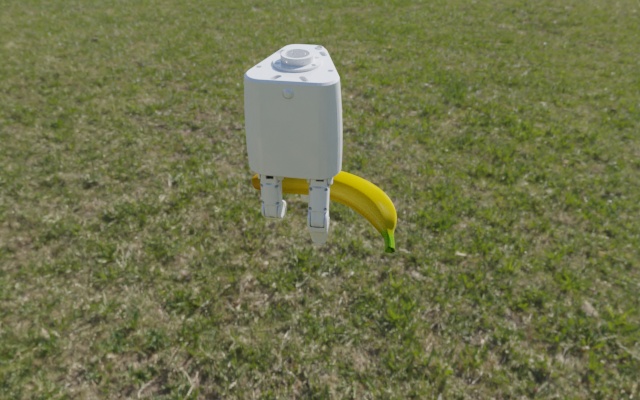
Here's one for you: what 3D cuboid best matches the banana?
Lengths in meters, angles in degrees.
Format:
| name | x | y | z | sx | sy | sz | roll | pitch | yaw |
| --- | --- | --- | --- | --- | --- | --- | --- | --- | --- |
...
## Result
| name | x | y | z | sx | sy | sz | roll | pitch | yaw |
| --- | --- | --- | --- | --- | --- | --- | --- | --- | --- |
| banana | 0.013 | -0.008 | 0.571 | 0.198 | 0.037 | 0.069 | 24 | 51 | 21 |
